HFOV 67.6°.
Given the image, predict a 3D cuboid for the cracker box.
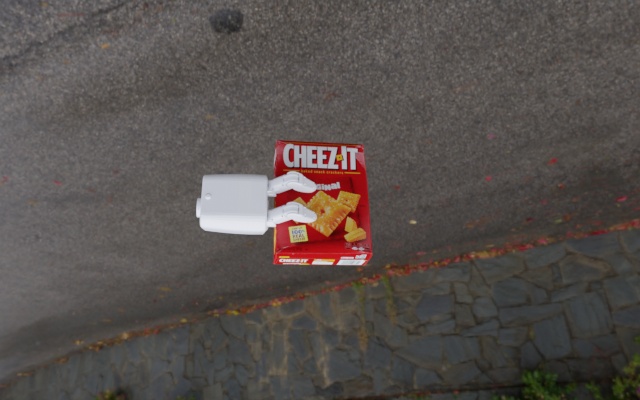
[{"bbox_3d":[0.000,0.003,0.839,0.164,0.213,0.072,2,-24,-9],"label":"cracker box"}]
